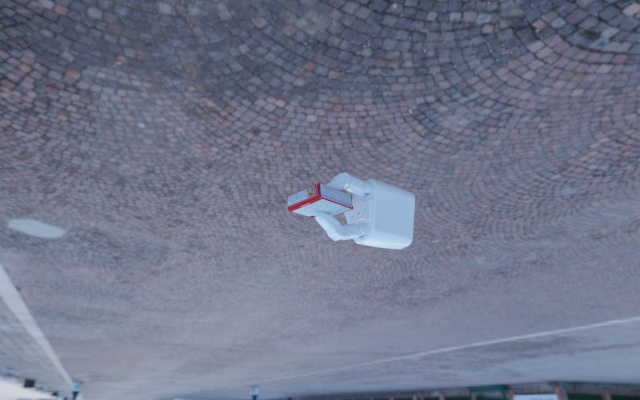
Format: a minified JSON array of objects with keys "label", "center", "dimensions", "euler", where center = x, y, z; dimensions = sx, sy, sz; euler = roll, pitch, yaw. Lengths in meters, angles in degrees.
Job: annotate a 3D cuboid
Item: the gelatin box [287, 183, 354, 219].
[{"label":"gelatin box","center":[0.000,0.003,0.798],"dimensions":[0.073,0.030,0.089],"euler":[-21,-25,37]}]
